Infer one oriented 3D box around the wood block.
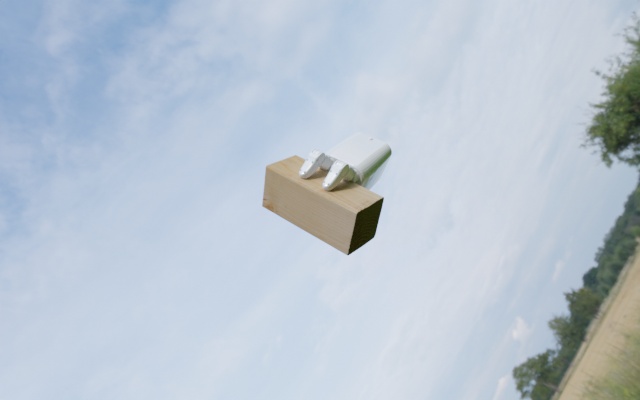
[{"bbox_3d":[0.000,0.003,0.876,0.206,0.091,0.090,28,35,29],"label":"wood block"}]
